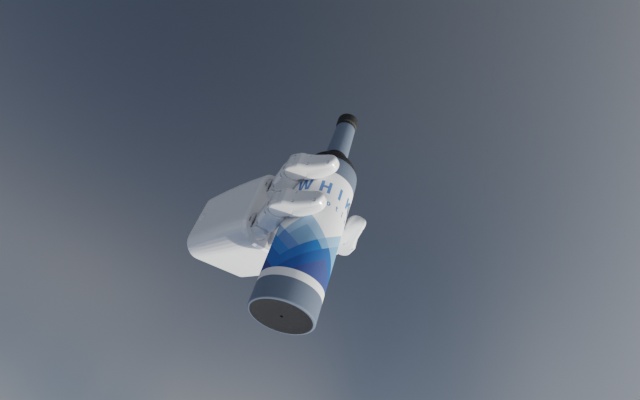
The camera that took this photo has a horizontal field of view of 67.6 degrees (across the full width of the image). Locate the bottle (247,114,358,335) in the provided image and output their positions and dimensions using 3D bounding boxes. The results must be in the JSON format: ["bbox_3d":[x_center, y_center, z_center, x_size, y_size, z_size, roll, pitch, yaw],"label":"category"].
[{"bbox_3d":[0.000,0.002,0.535,0.069,0.295,0.069,11,-41,10],"label":"bottle"}]
